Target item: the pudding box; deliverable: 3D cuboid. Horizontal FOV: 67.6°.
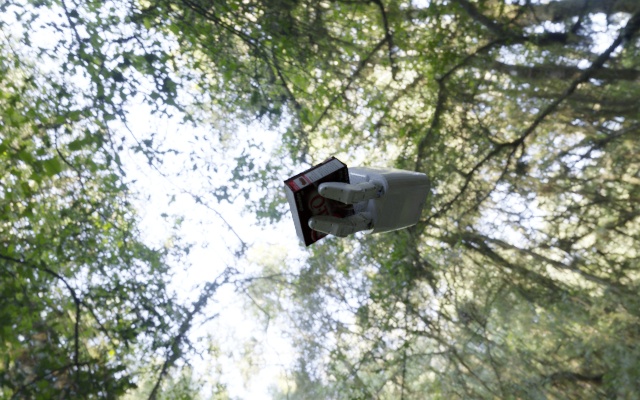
[{"bbox_3d":[0.000,0.002,0.696,0.090,0.114,0.039,-29,43,-18],"label":"pudding box"}]
